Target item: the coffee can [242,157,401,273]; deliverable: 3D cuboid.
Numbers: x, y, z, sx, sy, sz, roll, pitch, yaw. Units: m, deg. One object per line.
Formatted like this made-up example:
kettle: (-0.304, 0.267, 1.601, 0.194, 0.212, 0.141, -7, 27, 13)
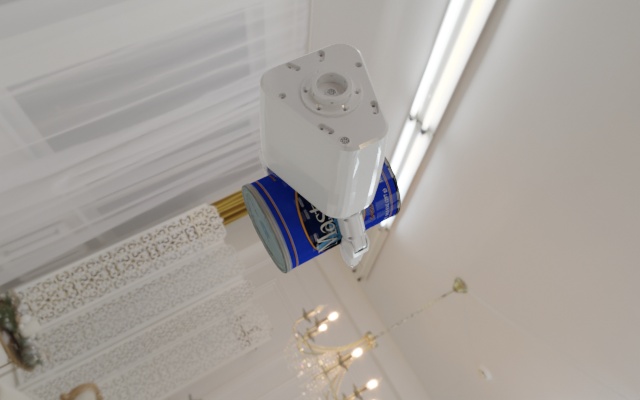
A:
coffee can: (0.000, 0.002, 0.519, 0.140, 0.103, 0.103, -26, 8, -16)
